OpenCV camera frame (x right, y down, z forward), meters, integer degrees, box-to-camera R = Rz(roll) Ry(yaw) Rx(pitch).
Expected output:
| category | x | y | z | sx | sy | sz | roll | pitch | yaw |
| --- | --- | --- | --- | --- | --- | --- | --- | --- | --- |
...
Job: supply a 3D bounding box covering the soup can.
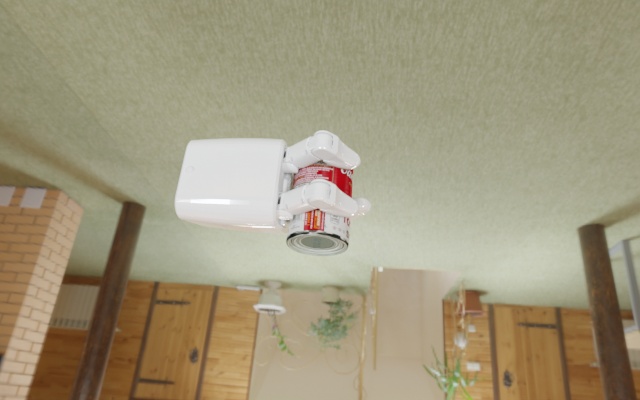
| category | x | y | z | sx | sy | sz | roll | pitch | yaw |
| --- | --- | --- | --- | --- | --- | --- | --- | --- | --- |
| soup can | 0.001 | 0.002 | 0.519 | 0.068 | 0.102 | 0.068 | 4 | -25 | 2 |
